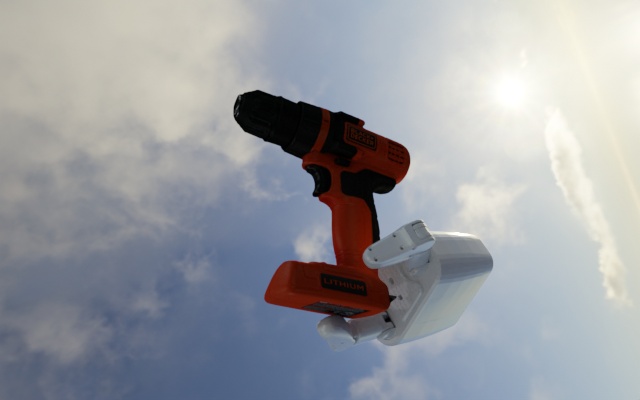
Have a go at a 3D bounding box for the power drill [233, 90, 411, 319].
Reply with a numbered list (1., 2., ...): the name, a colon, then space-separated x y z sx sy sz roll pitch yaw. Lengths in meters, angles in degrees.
1. power drill: 0.000 0.002 0.426 0.184 0.187 0.057 16 -26 -23
